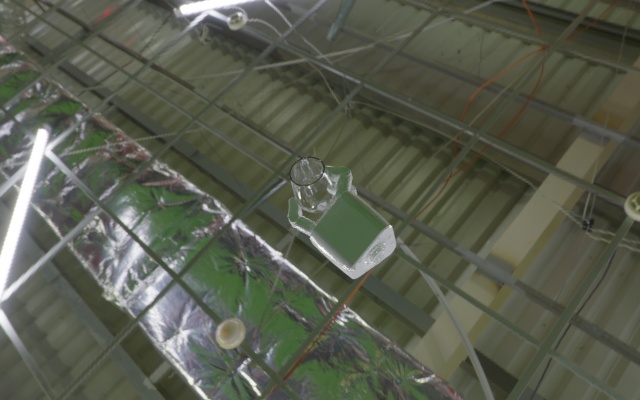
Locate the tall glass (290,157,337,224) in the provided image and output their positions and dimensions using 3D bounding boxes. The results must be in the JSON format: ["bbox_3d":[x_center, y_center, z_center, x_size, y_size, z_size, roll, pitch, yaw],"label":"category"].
[{"bbox_3d":[0.000,0.003,0.890,0.079,0.079,0.201,0,-32,16],"label":"tall glass"}]
